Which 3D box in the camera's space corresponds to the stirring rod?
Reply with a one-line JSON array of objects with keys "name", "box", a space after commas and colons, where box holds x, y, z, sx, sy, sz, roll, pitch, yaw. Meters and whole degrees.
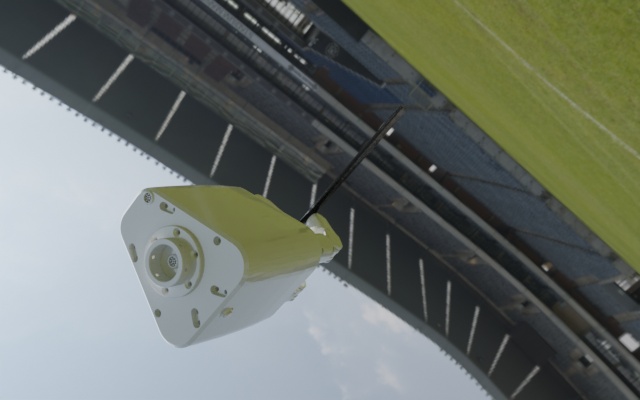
[{"name": "stirring rod", "box": [0.000, 0.001, 0.472, 0.011, 0.239, 0.011, 37, 17, -13]}]
